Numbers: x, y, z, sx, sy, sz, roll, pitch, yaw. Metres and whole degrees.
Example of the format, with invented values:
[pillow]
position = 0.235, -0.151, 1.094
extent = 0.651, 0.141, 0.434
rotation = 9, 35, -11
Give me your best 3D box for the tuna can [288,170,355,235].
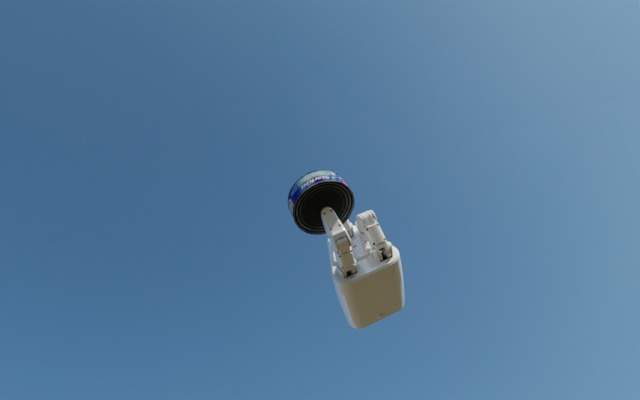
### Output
[tuna can]
position = 0.000, 0.002, 0.641
extent = 0.086, 0.086, 0.033
rotation = 0, 33, -23
